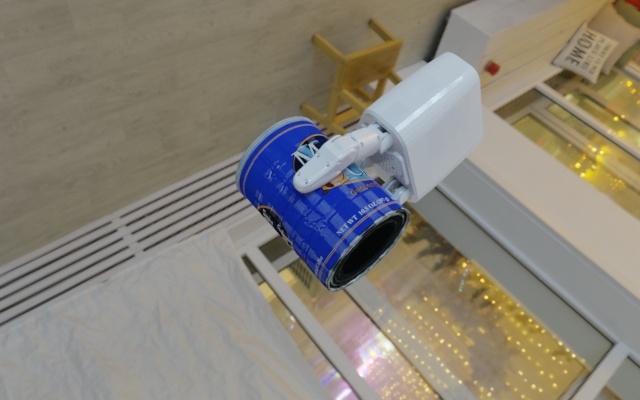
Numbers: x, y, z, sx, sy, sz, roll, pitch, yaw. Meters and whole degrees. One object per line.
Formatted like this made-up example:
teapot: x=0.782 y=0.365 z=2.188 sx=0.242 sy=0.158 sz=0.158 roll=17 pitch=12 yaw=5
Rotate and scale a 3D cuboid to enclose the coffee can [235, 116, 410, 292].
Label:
coffee can: x=0.000 y=0.001 z=0.459 sx=0.140 sy=0.103 sz=0.103 roll=45 pitch=22 yaw=23
